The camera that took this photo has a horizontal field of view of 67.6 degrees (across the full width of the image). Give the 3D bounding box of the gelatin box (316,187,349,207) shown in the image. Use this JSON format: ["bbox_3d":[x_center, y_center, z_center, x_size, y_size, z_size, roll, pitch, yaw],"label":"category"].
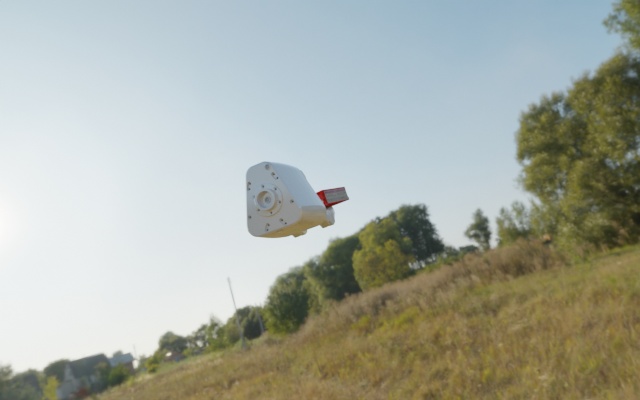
[{"bbox_3d":[0.000,0.002,0.875,0.073,0.030,0.089,-23,-5,30],"label":"gelatin box"}]
